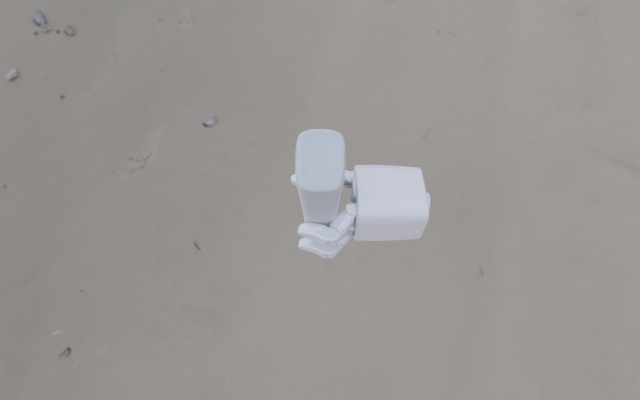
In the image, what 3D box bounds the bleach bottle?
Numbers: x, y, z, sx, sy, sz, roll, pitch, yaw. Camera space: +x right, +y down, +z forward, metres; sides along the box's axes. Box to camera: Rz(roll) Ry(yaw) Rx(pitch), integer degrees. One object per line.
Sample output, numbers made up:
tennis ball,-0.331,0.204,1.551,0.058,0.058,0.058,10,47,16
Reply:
bleach bottle,0.000,0.002,0.740,0.068,0.102,0.251,1,-27,1
